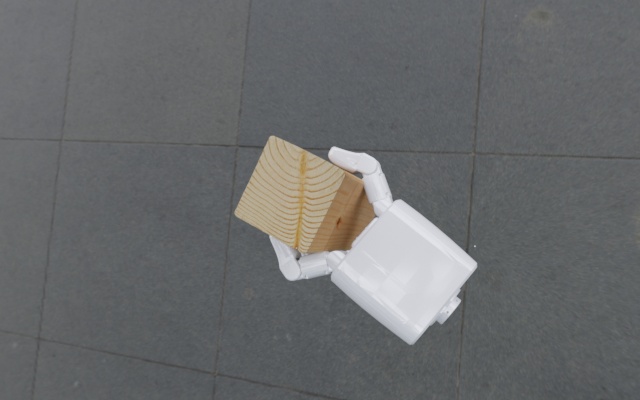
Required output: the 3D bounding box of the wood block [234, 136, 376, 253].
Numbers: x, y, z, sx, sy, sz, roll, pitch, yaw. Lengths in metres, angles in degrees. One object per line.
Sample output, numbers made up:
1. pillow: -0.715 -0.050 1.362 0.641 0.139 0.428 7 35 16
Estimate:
1. wood block: 0.001 0.002 0.558 0.090 0.091 0.206 27 4 18
